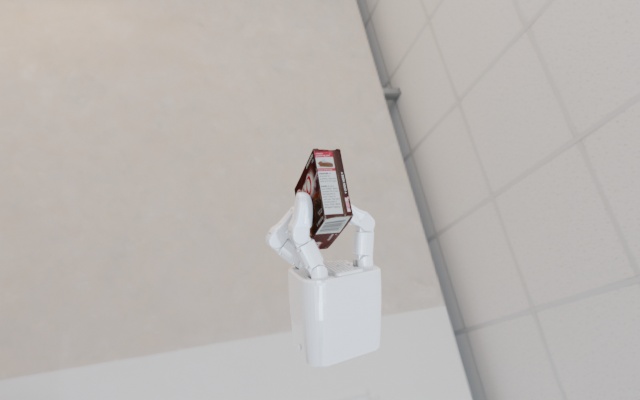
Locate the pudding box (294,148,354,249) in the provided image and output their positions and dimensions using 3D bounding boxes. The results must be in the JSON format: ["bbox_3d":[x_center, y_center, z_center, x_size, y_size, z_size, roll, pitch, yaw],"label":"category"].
[{"bbox_3d":[0.000,0.002,0.585,0.039,0.090,0.113,-2,-24,-19],"label":"pudding box"}]
